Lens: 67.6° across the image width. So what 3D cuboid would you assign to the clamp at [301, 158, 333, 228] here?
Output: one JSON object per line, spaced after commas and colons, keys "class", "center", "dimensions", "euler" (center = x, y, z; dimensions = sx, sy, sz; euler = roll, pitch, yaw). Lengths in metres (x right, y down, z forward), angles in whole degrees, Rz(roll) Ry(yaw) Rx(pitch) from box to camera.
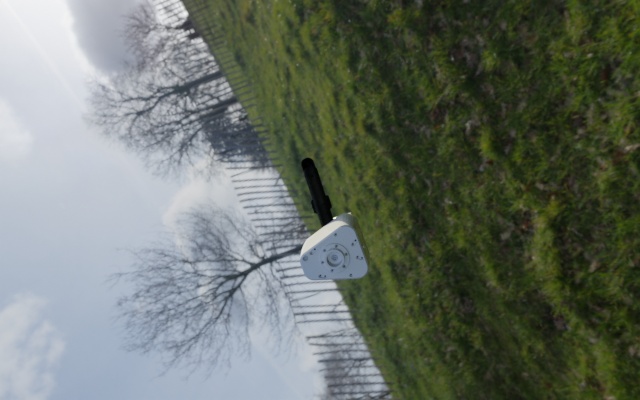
{"class": "clamp", "center": [0.000, 0.003, 0.882], "dimensions": [0.039, 0.171, 0.120], "euler": [-20, 5, 6]}
